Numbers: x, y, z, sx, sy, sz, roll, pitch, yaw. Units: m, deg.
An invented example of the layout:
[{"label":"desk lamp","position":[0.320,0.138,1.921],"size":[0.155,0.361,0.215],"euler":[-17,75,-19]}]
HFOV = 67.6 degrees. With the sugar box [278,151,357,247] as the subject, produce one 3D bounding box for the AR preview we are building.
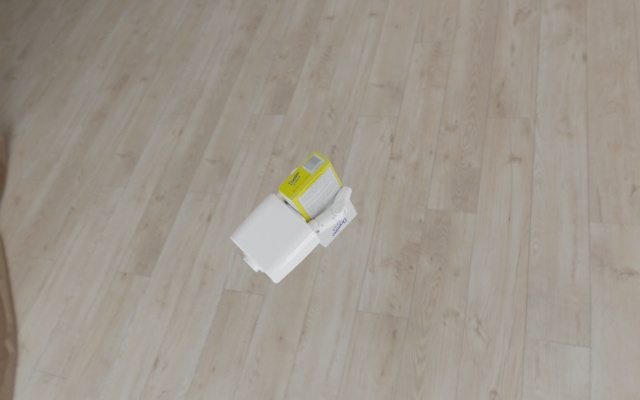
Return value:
[{"label":"sugar box","position":[0.000,0.003,0.843],"size":[0.048,0.093,0.176],"euler":[37,-14,33]}]
